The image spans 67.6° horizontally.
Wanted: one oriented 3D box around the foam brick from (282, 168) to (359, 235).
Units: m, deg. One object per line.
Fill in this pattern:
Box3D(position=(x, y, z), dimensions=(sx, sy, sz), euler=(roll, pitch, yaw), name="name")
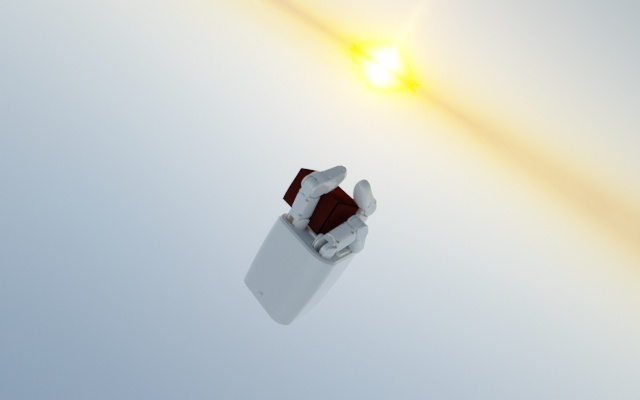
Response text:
Box3D(position=(0.000, 0.002, 0.613), dimensions=(0.053, 0.051, 0.078), euler=(9, 29, -52), name="foam brick")
